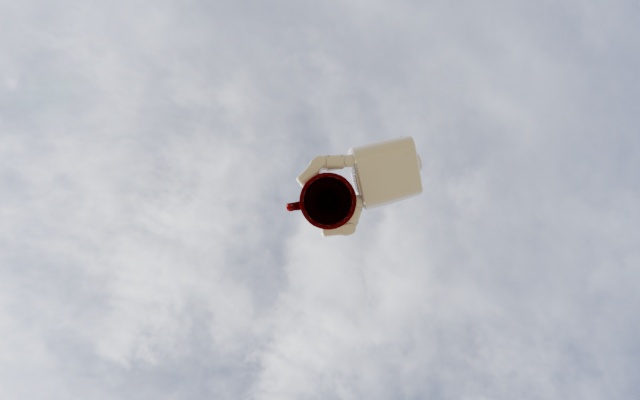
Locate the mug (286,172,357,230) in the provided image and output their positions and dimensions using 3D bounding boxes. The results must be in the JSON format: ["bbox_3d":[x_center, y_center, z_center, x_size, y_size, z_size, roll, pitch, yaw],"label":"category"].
[{"bbox_3d":[-0.001,0.003,0.811,0.117,0.093,0.081,-12,1,0],"label":"mug"}]
